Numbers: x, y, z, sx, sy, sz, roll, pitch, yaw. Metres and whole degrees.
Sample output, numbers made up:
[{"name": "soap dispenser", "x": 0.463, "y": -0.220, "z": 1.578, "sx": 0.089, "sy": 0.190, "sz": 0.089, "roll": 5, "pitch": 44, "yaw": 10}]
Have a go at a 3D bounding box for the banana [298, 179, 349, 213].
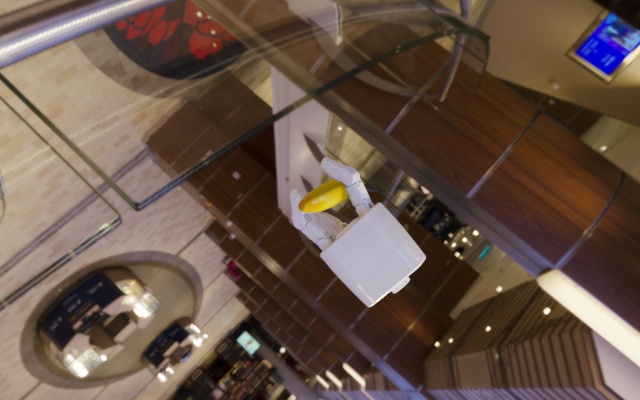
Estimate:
[{"name": "banana", "x": 0.016, "y": -0.008, "z": 0.718, "sx": 0.069, "sy": 0.037, "sz": 0.198, "roll": -34, "pitch": -2, "yaw": 8}]
